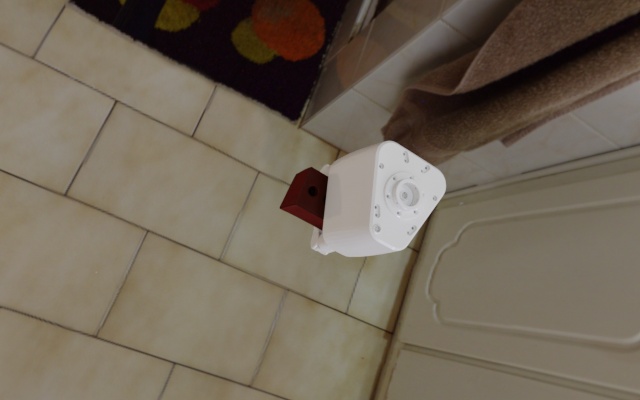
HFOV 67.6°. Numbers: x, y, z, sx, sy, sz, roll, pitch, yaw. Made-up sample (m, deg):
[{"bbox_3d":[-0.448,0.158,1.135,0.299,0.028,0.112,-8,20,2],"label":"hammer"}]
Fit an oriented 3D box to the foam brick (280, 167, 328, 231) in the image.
[{"bbox_3d":[0.000,0.002,0.592,0.078,0.053,0.051,28,-18,-18],"label":"foam brick"}]
